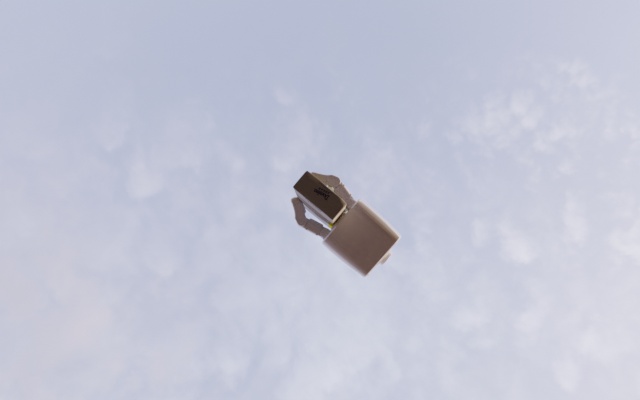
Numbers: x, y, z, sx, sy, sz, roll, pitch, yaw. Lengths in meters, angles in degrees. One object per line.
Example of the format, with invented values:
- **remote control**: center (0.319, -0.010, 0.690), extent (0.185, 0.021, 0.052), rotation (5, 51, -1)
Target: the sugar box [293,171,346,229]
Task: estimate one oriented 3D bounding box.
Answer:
- **sugar box**: center (0.001, 0.003, 0.899), extent (0.093, 0.048, 0.176), rotation (40, -8, 5)
